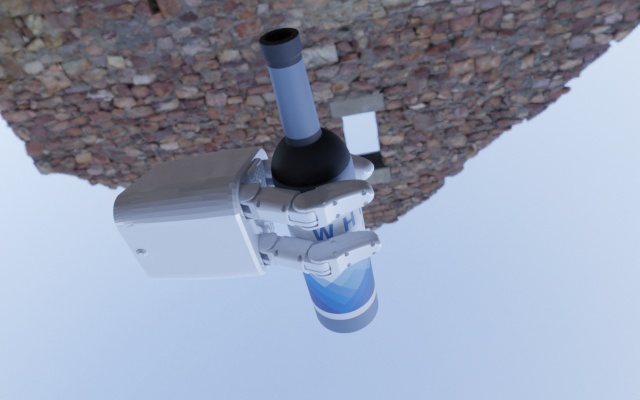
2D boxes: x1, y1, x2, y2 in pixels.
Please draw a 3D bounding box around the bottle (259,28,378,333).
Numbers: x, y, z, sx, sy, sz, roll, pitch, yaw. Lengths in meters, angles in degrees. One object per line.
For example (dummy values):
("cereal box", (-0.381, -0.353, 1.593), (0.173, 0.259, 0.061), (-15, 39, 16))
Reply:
("bottle", (0.000, 0.002, 0.409), (0.069, 0.296, 0.069), (-8, 40, 7))
